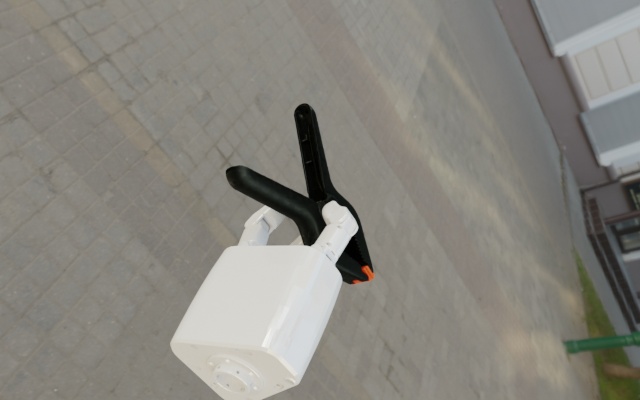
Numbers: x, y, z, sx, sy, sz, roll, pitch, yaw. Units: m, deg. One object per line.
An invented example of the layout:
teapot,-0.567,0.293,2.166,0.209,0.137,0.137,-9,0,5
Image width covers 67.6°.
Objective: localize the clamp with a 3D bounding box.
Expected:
clamp,0.001,0.002,0.525,0.036,0.210,0.164,-18,29,37
